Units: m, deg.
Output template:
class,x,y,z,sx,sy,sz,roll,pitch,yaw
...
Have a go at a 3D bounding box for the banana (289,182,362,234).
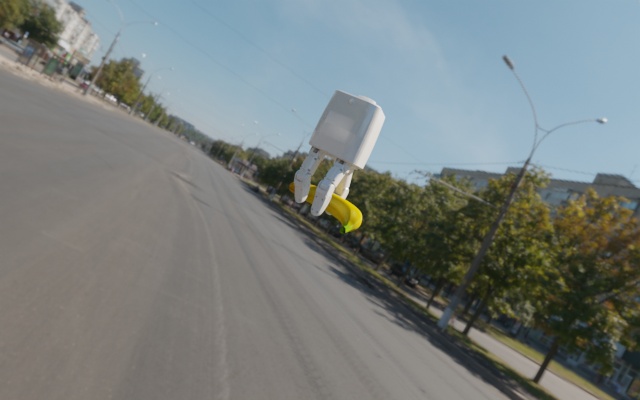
class,x,y,z,sx,sy,sz,roll,pitch,yaw
banana,0.016,0.008,0.836,0.069,0.037,0.197,14,13,-36
